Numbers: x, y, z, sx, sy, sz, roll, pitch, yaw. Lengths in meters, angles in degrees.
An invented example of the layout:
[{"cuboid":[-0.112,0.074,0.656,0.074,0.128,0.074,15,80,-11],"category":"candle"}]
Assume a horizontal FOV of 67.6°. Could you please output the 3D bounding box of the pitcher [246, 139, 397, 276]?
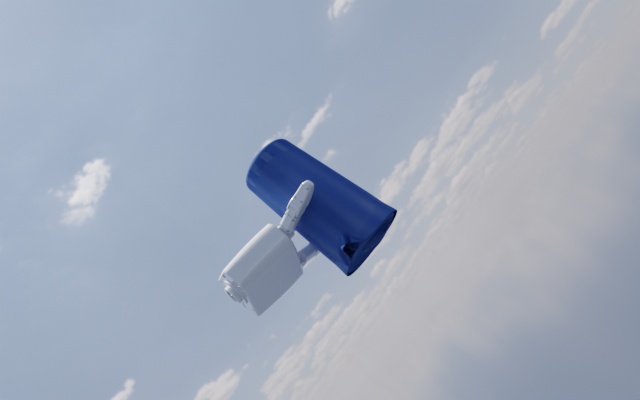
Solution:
[{"cuboid":[0.000,0.003,0.807,0.243,0.145,0.149,37,-24,16],"category":"pitcher"}]
